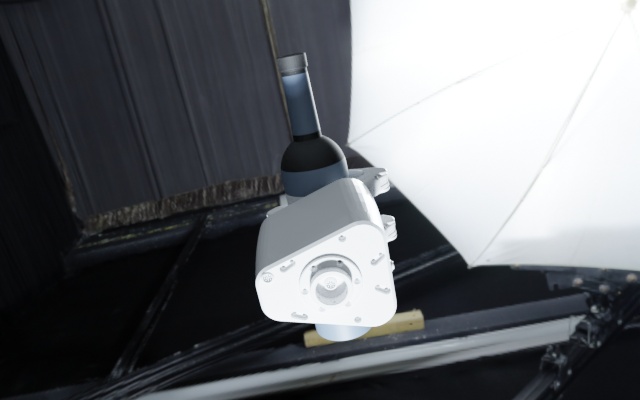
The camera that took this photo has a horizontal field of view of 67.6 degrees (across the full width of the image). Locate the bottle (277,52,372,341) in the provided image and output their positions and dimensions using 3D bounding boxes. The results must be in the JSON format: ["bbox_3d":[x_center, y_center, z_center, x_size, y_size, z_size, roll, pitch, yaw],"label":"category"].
[{"bbox_3d":[0.000,0.002,0.490,0.069,0.296,0.069,-10,19,4],"label":"bottle"}]
